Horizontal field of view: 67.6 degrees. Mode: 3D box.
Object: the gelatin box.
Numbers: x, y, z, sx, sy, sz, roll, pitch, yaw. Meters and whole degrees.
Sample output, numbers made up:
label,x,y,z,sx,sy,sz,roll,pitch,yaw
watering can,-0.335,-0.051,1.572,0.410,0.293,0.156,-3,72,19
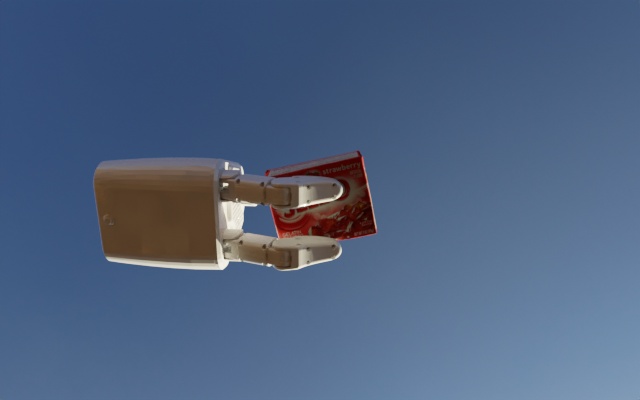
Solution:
label,x,y,z,sx,sy,sz,roll,pitch,yaw
gelatin box,0.000,0.001,0.428,0.089,0.073,0.030,-12,18,3
